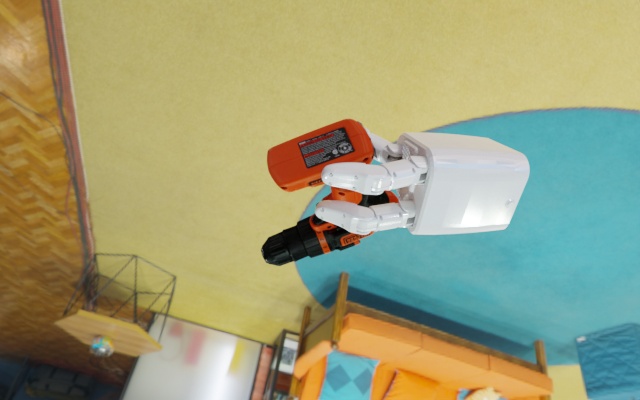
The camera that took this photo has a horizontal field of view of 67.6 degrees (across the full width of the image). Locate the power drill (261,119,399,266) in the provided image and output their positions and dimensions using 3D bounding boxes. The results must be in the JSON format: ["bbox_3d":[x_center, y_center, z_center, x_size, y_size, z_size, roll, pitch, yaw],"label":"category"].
[{"bbox_3d":[0.000,0.001,0.544,0.184,0.057,0.188,-22,-31,-1],"label":"power drill"}]
